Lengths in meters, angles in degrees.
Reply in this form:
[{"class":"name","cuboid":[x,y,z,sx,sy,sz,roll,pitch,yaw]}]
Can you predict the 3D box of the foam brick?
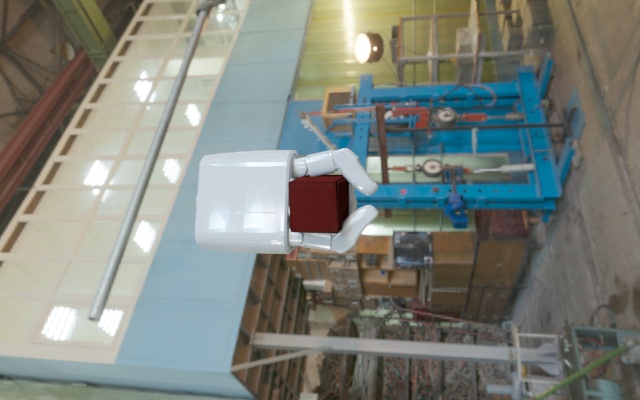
[{"class":"foam brick","cuboid":[0.000,0.002,0.507,0.051,0.053,0.078,1,8,11]}]
